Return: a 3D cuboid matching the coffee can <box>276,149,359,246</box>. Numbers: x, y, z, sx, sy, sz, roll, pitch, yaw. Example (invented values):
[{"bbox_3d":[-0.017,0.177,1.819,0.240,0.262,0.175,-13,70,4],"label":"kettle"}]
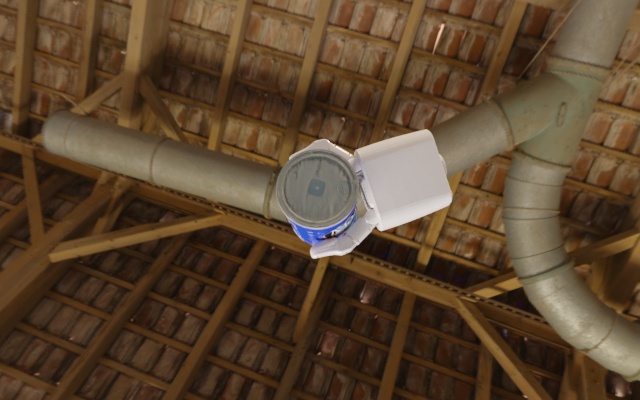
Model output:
[{"bbox_3d":[0.000,0.002,0.654,0.103,0.102,0.140,0,-15,4],"label":"coffee can"}]
